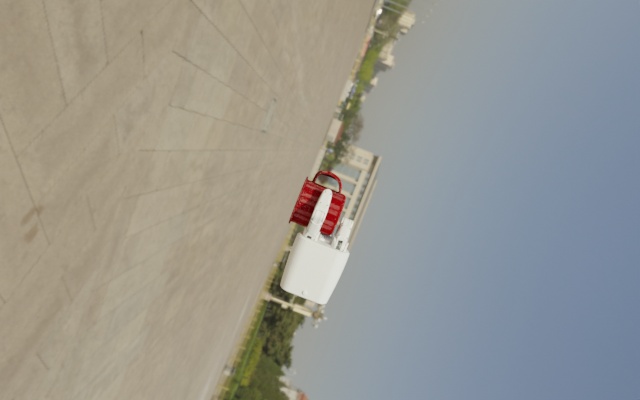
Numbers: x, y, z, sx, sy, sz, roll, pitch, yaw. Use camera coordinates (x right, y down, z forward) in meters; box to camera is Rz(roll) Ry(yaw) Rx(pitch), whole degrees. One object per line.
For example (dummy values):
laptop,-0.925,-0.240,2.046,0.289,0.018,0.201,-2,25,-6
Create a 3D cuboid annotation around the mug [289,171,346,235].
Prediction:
mug,0.001,0.002,0.875,0.081,0.117,0.093,22,11,-2
